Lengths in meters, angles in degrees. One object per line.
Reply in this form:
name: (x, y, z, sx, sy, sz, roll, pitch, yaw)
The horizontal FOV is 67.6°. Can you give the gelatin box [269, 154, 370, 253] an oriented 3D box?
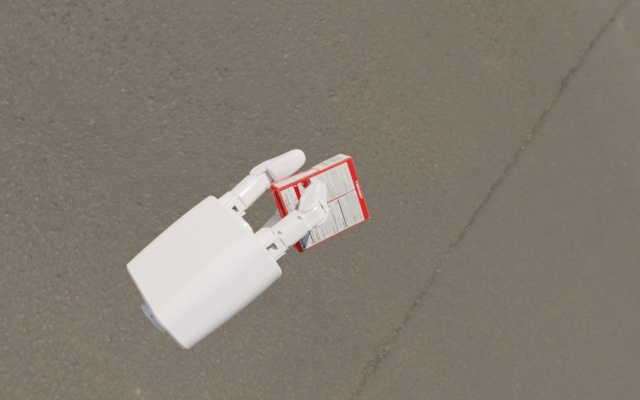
gelatin box: (0.001, 0.002, 0.502, 0.089, 0.073, 0.030, -25, 21, -15)
